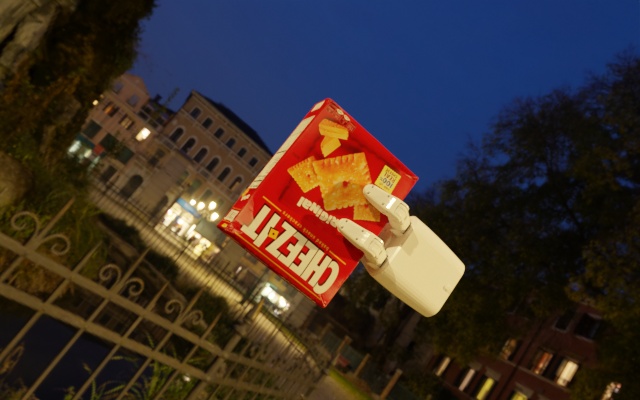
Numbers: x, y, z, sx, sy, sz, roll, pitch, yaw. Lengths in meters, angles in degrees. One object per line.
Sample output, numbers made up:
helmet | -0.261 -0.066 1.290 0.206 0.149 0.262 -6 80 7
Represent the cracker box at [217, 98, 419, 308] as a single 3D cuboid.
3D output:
cracker box | 0.000 0.002 0.618 0.164 0.213 0.072 41 -12 -15
